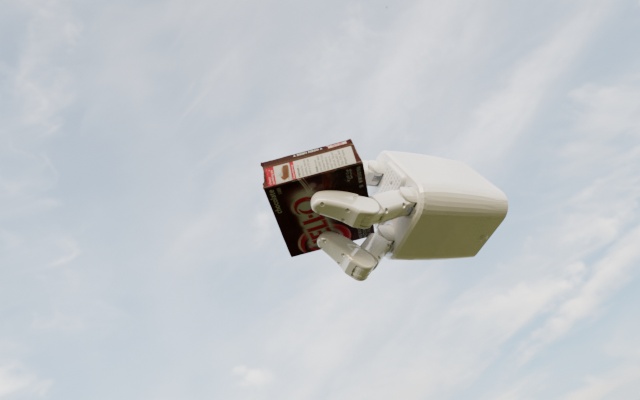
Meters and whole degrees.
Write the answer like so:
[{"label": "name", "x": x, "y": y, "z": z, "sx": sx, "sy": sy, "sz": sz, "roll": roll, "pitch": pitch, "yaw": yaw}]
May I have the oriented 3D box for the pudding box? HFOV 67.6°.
[{"label": "pudding box", "x": 0.000, "y": 0.001, "z": 0.459, "sx": 0.090, "sy": 0.039, "sz": 0.114, "roll": -16, "pitch": -43, "yaw": 0}]
